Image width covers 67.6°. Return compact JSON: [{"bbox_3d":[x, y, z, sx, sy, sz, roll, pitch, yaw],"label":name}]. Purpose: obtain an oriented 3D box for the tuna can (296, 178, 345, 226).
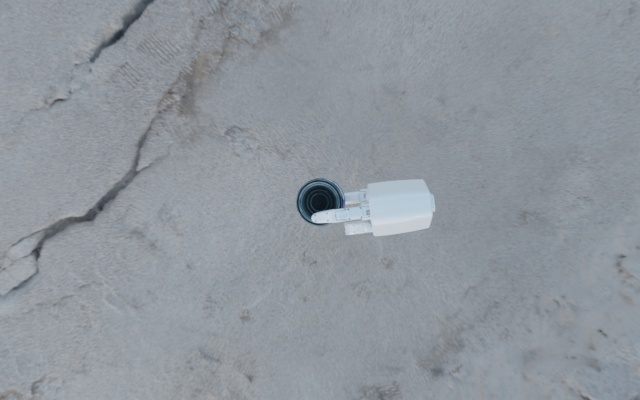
[{"bbox_3d":[0.000,0.003,0.853,0.086,0.086,0.034,0,4,9],"label":"tuna can"}]
